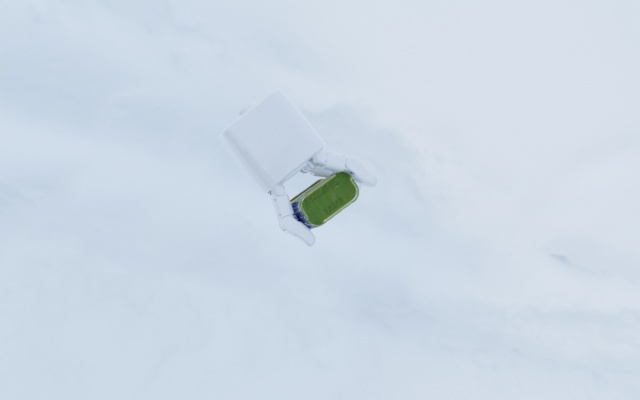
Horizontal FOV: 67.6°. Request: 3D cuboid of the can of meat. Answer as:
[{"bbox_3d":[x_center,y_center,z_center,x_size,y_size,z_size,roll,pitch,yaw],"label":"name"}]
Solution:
[{"bbox_3d":[0.000,0.002,0.723,0.102,0.057,0.084,-36,4,-21],"label":"can of meat"}]
